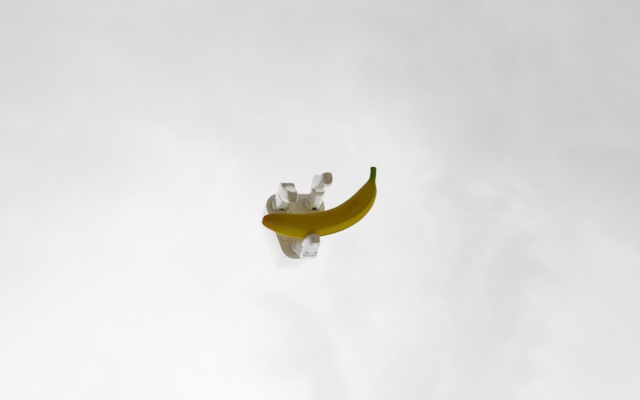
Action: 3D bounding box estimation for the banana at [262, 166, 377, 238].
[{"bbox_3d":[0.011,0.018,0.711,0.198,0.069,0.037,-25,-6,-20],"label":"banana"}]
